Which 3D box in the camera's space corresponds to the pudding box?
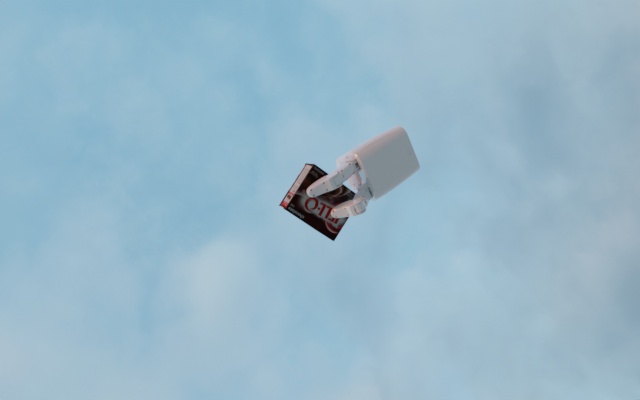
[{"bbox_3d":[0.000,0.003,0.808,0.113,0.090,0.039,34,-5,-24],"label":"pudding box"}]
